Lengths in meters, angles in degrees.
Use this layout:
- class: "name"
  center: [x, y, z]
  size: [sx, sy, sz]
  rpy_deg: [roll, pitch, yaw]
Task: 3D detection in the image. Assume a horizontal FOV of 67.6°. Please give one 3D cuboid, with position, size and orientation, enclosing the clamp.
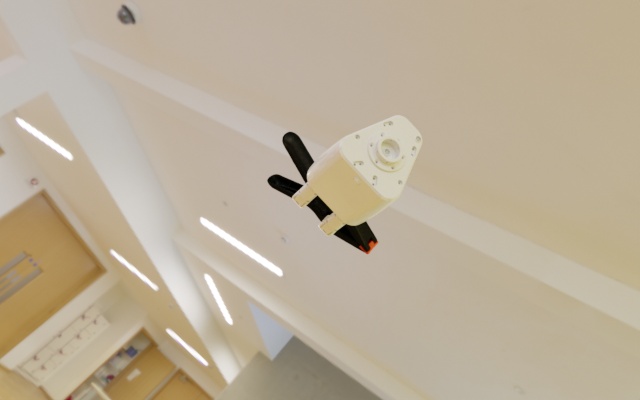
- class: "clamp"
  center: [0.001, 0.002, 0.733]
  size: [0.036, 0.210, 0.164]
  rpy_deg: [-45, 2, -24]
